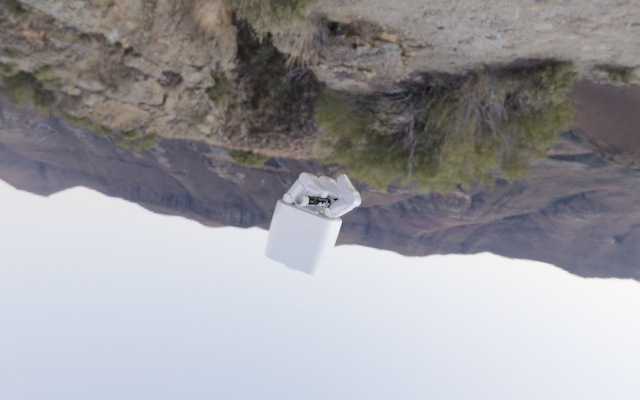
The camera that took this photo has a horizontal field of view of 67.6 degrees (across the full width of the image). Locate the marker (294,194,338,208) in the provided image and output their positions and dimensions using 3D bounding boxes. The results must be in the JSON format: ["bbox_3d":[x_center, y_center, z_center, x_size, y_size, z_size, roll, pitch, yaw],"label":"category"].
[{"bbox_3d":[0.000,0.003,0.803,0.020,0.020,0.121,0,-3,35],"label":"marker"}]
